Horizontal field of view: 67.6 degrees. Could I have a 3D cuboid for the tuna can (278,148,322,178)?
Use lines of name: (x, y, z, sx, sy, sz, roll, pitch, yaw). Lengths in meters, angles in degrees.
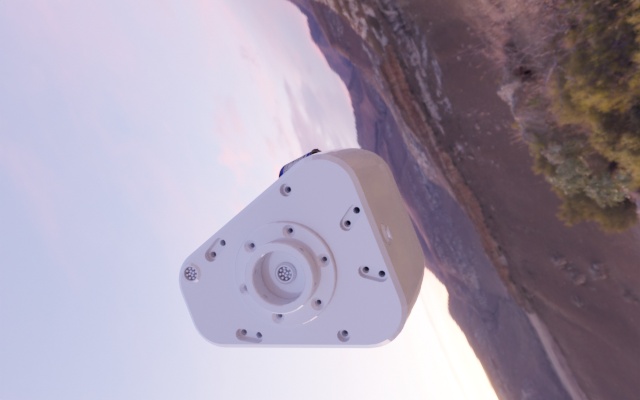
tuna can: (0.000, 0.002, 0.407, 0.034, 0.086, 0.086, -25, -8, 18)
